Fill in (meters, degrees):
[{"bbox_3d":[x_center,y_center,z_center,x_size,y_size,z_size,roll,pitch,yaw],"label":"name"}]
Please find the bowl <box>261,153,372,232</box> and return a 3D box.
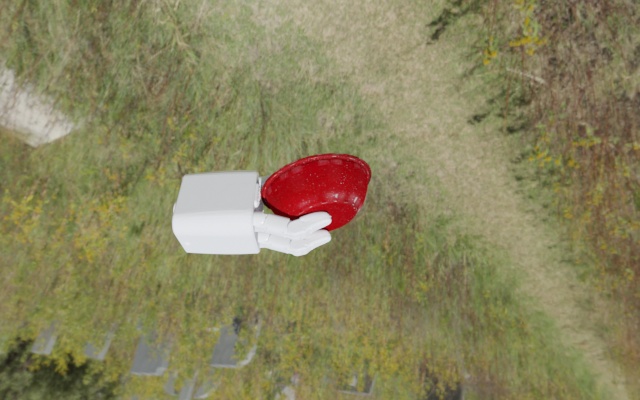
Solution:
[{"bbox_3d":[0.001,0.002,0.668,0.162,0.055,0.162,-11,-28,-6],"label":"bowl"}]
